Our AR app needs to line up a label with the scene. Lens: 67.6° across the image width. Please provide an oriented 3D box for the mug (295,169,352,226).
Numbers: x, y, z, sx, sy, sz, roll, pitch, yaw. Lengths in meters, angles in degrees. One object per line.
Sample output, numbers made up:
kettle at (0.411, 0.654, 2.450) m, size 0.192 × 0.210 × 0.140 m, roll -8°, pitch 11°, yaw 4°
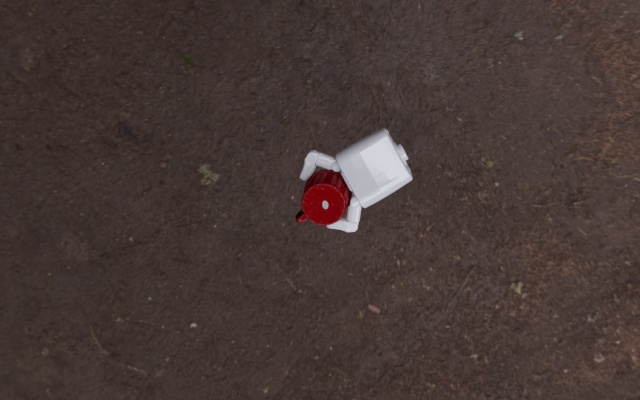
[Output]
mug at (-0.001, 0.004, 0.886) m, size 0.117 × 0.093 × 0.081 m, roll -34°, pitch 10°, yaw 15°
